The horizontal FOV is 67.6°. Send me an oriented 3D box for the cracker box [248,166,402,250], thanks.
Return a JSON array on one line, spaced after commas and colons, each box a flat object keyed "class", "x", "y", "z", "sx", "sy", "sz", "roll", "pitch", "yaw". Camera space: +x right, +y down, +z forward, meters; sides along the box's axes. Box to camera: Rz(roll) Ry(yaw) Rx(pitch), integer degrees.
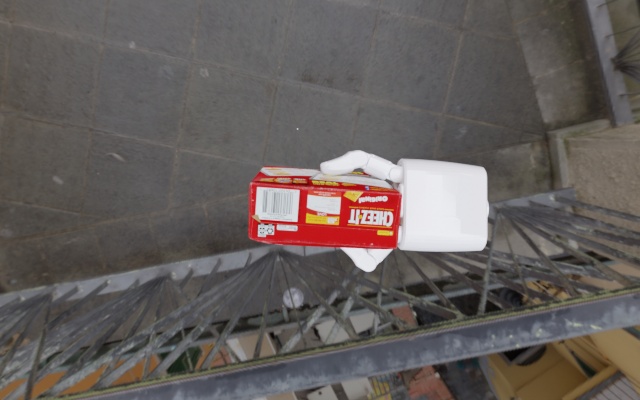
[{"class": "cracker box", "x": 0.000, "y": 0.002, "z": 0.608, "sx": 0.164, "sy": 0.072, "sz": 0.213, "roll": 4, "pitch": 8, "yaw": -3}]
